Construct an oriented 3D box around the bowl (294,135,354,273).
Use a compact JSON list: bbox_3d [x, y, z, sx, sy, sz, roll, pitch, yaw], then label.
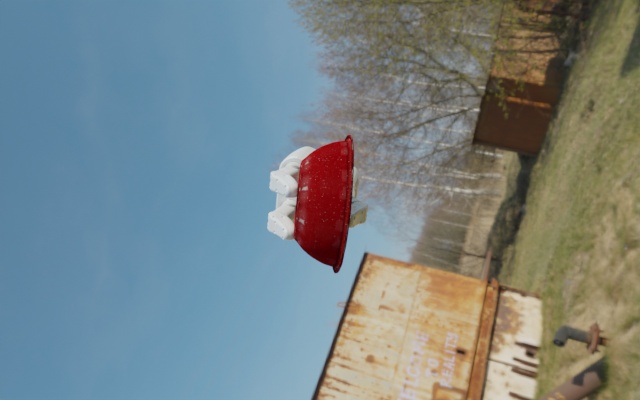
[{"bbox_3d":[0.000,0.002,0.554,0.055,0.162,0.162,6,0,-4],"label":"bowl"}]
